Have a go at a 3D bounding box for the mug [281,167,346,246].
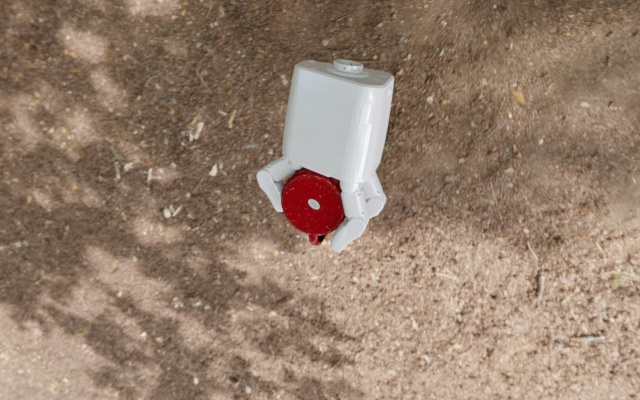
[{"bbox_3d":[0.000,0.003,0.595,0.093,0.117,0.081,14,26,13],"label":"mug"}]
